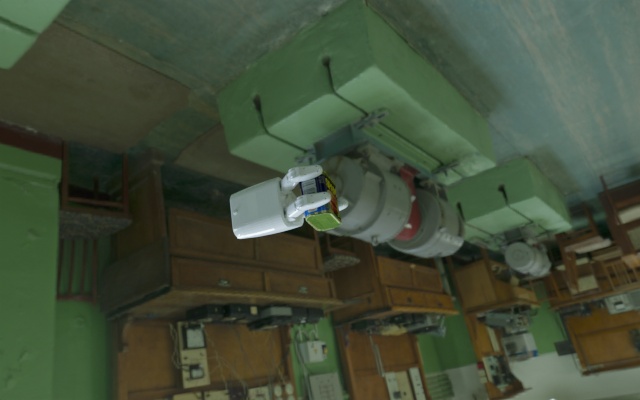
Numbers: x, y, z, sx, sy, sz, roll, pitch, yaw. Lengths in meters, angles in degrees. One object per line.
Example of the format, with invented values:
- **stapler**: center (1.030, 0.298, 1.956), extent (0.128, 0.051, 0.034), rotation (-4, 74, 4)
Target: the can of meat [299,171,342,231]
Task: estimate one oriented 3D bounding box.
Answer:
- **can of meat**: center (0.000, 0.003, 0.896), extent (0.057, 0.084, 0.102), rotation (-15, -22, 13)
